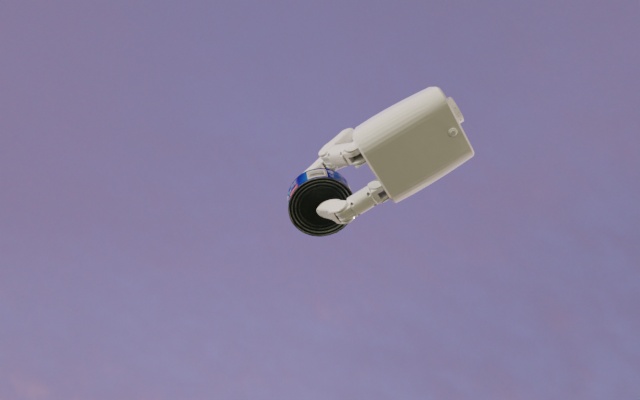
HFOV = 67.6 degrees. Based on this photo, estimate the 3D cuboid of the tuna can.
[{"bbox_3d":[0.000,0.002,0.618,0.086,0.086,0.033,0,28,-7],"label":"tuna can"}]
